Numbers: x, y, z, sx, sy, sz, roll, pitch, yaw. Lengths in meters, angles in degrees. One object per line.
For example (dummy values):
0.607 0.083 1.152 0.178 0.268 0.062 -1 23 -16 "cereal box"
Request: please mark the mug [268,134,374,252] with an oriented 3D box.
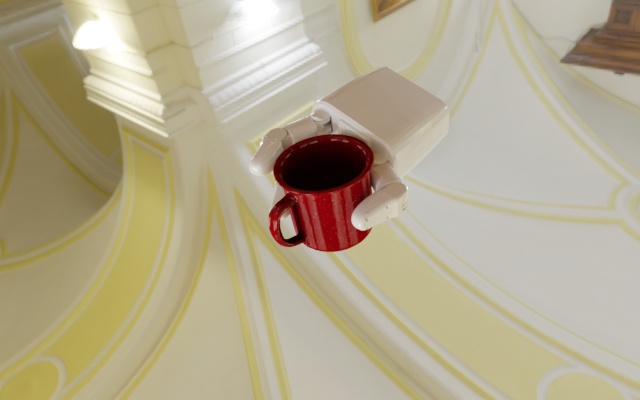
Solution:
-0.001 0.002 0.454 0.093 0.082 0.117 27 53 37 "mug"
